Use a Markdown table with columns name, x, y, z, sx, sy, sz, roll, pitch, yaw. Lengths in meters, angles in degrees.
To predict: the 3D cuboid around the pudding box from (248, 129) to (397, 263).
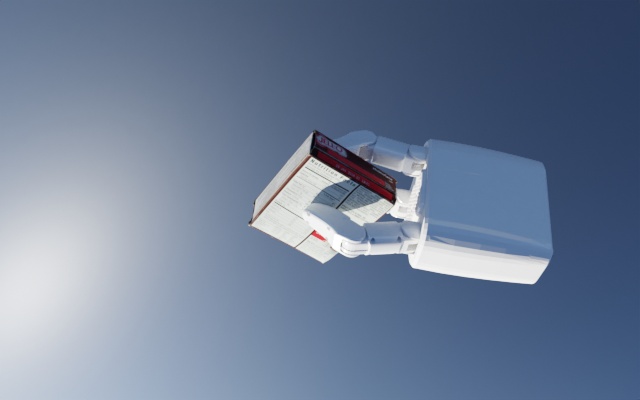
| name | x | y | z | sx | sy | sz | roll | pitch | yaw |
| --- | --- | --- | --- | --- | --- | --- | --- | --- | --- |
| pudding box | 0.000 | 0.002 | 0.434 | 0.090 | 0.039 | 0.113 | 30 | -51 | -18 |
